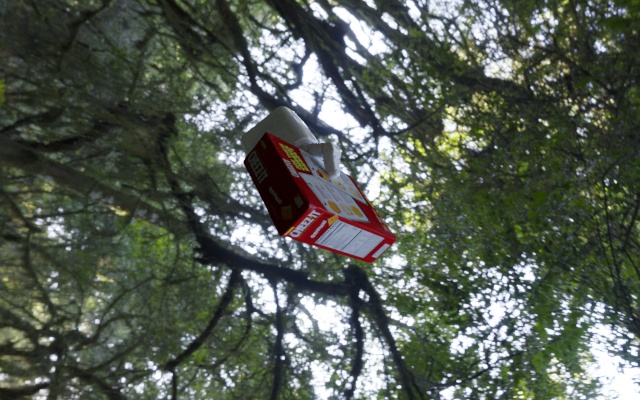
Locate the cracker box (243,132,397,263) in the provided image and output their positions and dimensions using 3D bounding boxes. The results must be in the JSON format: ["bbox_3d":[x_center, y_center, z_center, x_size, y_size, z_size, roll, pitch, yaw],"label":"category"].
[{"bbox_3d":[0.000,0.002,0.737,0.214,0.072,0.164,22,27,-46],"label":"cracker box"}]
